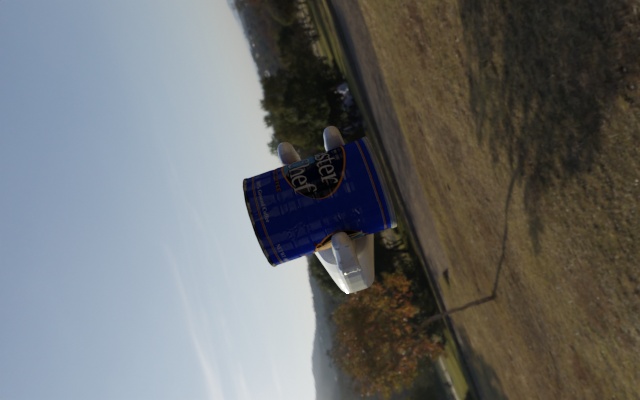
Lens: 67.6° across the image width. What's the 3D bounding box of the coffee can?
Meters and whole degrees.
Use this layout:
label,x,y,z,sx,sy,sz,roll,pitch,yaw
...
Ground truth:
label,x,y,z,sx,sy,sz,roll,pitch,yaw
coffee can,0.000,0.002,0.517,0.140,0.103,0.103,-19,-1,2
